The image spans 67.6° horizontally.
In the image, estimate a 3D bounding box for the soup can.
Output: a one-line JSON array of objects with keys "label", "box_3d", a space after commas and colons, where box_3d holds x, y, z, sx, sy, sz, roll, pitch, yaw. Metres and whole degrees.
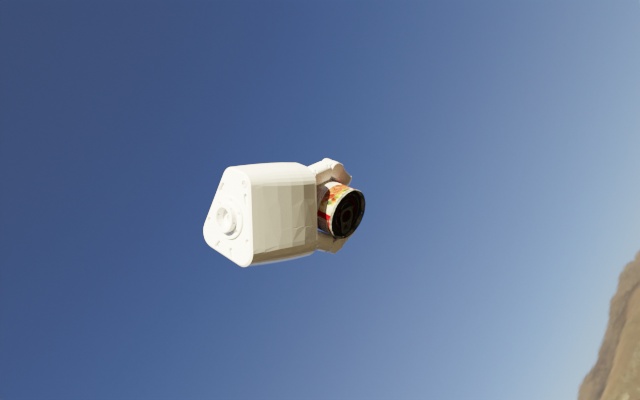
[{"label": "soup can", "box_3d": [0.000, 0.002, 0.647, 0.102, 0.068, 0.068, 24, 15, 37]}]
